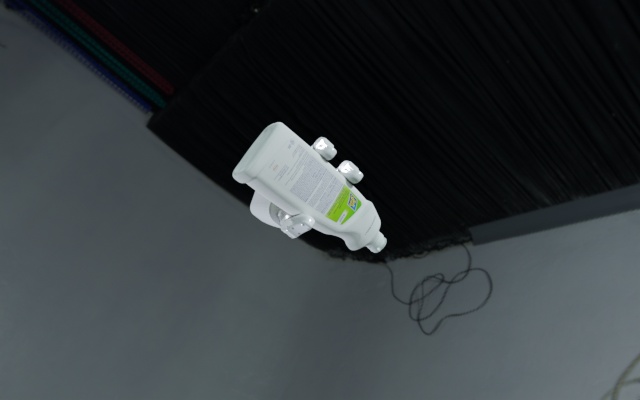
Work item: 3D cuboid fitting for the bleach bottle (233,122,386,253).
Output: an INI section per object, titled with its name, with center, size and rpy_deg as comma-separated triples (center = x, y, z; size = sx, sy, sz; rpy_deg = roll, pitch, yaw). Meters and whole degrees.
[bleach bottle]
center = 0.000, 0.002, 0.700
size = 0.251, 0.102, 0.068
rpy_deg = 40, -16, -23
